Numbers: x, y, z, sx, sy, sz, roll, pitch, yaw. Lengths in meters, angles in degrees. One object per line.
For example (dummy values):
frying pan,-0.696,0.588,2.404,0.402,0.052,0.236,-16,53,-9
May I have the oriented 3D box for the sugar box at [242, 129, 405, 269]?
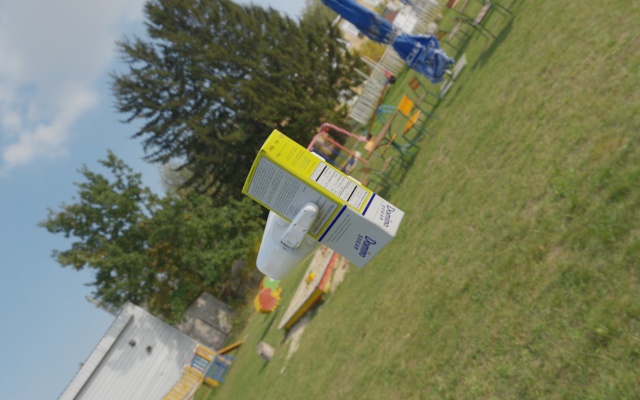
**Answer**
sugar box,0.000,0.001,0.560,0.176,0.048,0.093,31,-36,-3
